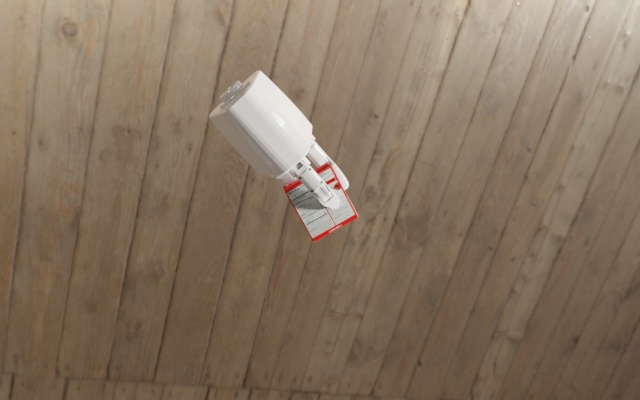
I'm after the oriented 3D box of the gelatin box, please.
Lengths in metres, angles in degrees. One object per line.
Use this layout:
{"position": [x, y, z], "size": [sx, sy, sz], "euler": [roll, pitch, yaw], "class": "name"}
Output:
{"position": [0.000, 0.003, 0.666], "size": [0.073, 0.089, 0.030], "euler": [-30, 17, -2], "class": "gelatin box"}
